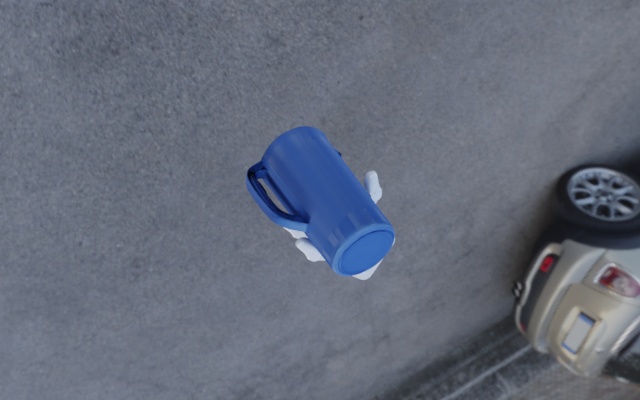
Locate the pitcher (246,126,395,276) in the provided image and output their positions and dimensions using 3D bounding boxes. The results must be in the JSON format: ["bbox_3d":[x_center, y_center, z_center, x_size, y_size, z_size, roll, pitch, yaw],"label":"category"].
[{"bbox_3d":[0.000,0.003,0.757,0.145,0.149,0.242,40,10,-51],"label":"pitcher"}]
